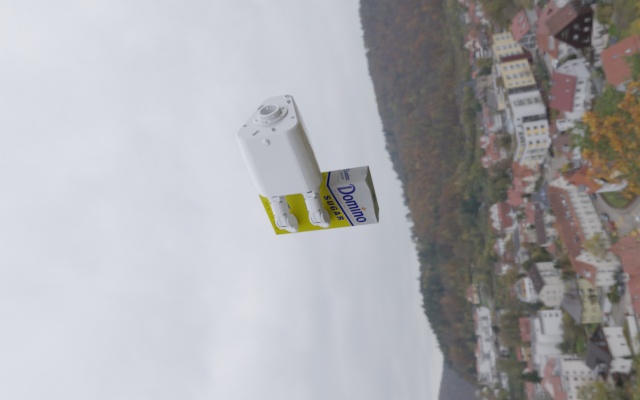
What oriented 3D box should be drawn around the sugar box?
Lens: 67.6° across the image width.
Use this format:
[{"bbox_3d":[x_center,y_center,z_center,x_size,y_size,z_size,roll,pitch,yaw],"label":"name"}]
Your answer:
[{"bbox_3d":[0.000,0.003,0.769,0.176,0.093,0.048,-7,40,17],"label":"sugar box"}]
